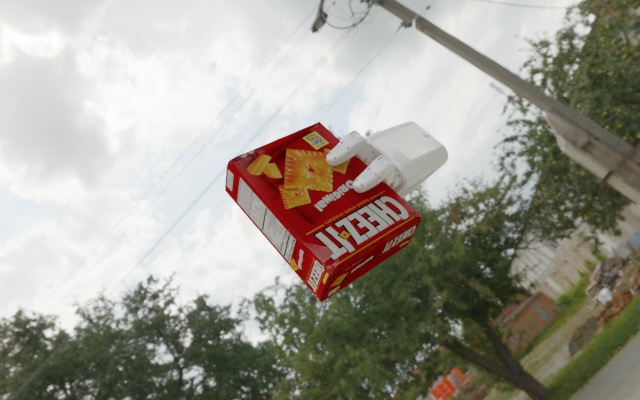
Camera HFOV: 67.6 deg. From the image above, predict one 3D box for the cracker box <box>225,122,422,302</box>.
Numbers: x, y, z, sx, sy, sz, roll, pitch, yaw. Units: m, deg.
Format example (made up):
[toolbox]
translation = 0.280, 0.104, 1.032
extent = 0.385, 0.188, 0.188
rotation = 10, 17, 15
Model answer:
[cracker box]
translation = 0.000, 0.002, 0.637
extent = 0.164, 0.072, 0.213
rotation = -28, 60, -32
